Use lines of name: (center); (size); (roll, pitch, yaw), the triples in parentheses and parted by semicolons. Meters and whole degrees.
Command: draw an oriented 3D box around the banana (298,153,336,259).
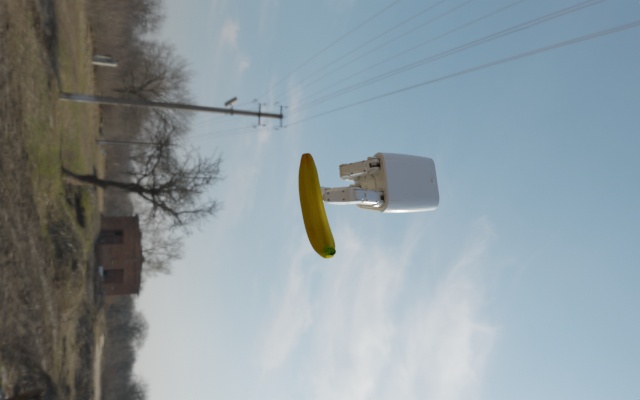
banana: (-0.005, 0.017, 0.750); (0.037, 0.197, 0.070); (1, -38, -24)
